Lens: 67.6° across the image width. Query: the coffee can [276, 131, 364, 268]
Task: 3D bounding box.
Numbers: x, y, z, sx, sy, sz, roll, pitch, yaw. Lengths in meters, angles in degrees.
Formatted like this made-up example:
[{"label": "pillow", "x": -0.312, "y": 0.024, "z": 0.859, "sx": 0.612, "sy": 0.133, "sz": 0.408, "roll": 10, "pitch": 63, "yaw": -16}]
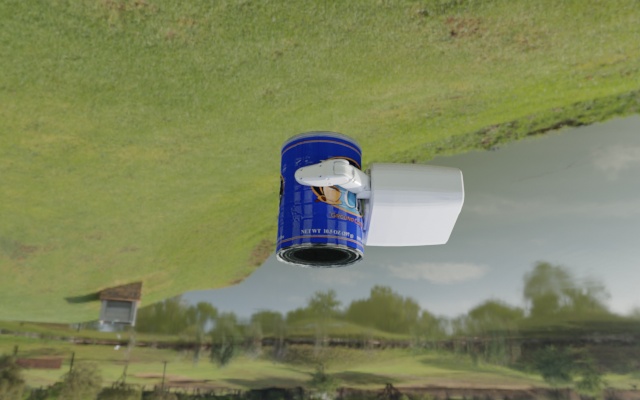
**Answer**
[{"label": "coffee can", "x": 0.000, "y": 0.002, "z": 0.578, "sx": 0.103, "sy": 0.140, "sz": 0.103, "roll": 1, "pitch": -21, "yaw": 0}]
